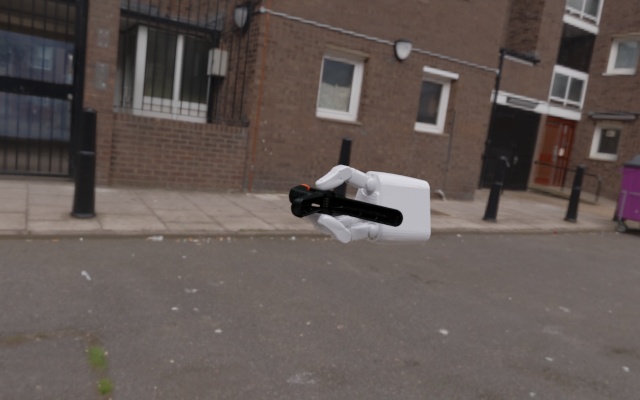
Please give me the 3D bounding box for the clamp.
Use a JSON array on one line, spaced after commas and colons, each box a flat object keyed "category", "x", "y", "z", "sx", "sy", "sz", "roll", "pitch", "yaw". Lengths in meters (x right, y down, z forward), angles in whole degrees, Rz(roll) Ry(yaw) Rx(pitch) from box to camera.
[{"category": "clamp", "x": 0.000, "y": 0.001, "z": 0.719, "sx": 0.164, "sy": 0.036, "sz": 0.210, "roll": 7, "pitch": 7, "yaw": -29}]
